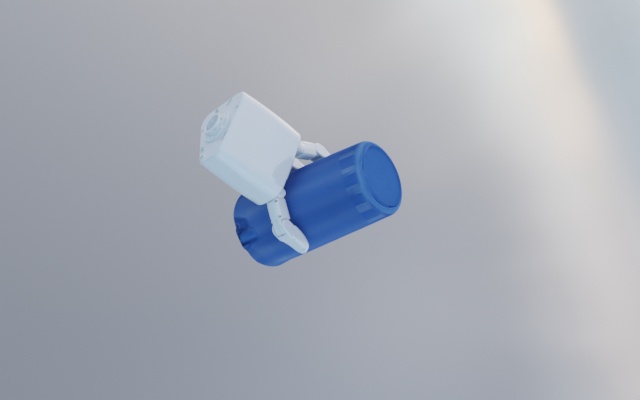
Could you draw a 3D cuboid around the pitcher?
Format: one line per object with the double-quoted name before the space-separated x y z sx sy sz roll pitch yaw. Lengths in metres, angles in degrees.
"pitcher" 0.000 0.002 0.720 0.243 0.149 0.145 -23 -44 36
